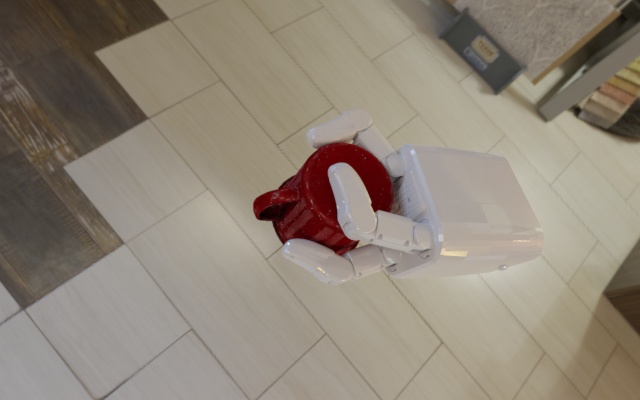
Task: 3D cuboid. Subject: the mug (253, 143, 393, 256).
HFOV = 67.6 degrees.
[{"bbox_3d":[-0.001,0.001,0.415,0.117,0.093,0.081,1,-20,-21],"label":"mug"}]
